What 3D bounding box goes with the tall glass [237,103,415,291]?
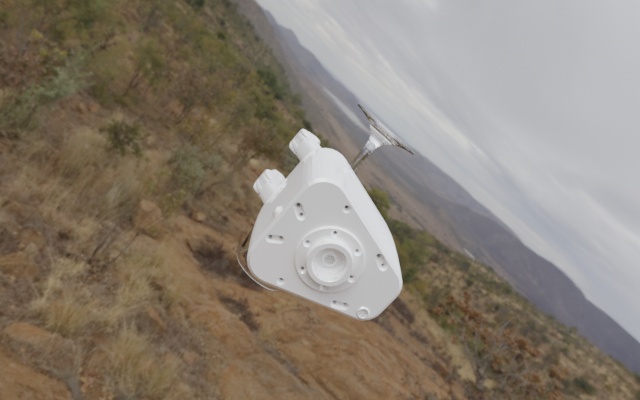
[{"bbox_3d":[0.001,0.001,0.489,0.079,0.201,0.079,40,12,-10],"label":"tall glass"}]
